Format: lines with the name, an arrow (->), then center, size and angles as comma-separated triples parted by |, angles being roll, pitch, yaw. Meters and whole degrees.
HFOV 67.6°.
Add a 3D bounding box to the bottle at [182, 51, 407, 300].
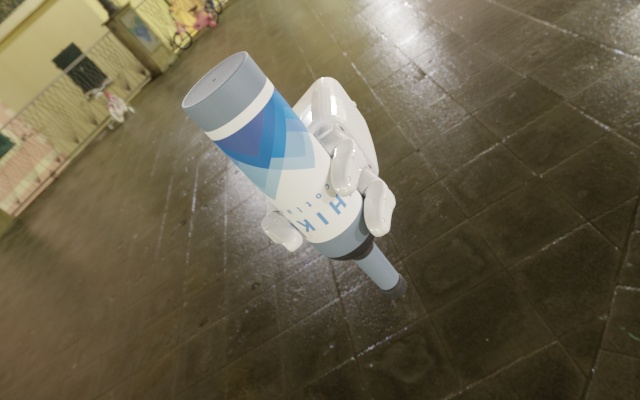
bottle -> 0.000, 0.001, 0.445 | 0.069, 0.069, 0.296 | 0, -40, 48
